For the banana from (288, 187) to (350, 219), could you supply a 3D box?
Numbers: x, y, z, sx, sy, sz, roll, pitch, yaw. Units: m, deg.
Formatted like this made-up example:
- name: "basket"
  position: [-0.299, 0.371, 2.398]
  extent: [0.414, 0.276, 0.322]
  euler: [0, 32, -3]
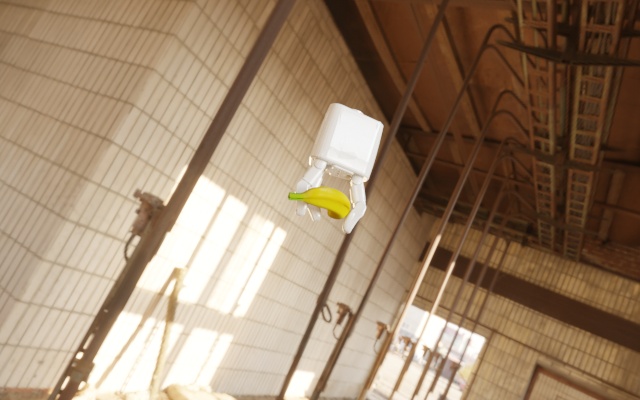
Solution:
- name: "banana"
  position: [0.016, 0.004, 0.811]
  extent: [0.069, 0.037, 0.198]
  euler: [7, -9, 22]
